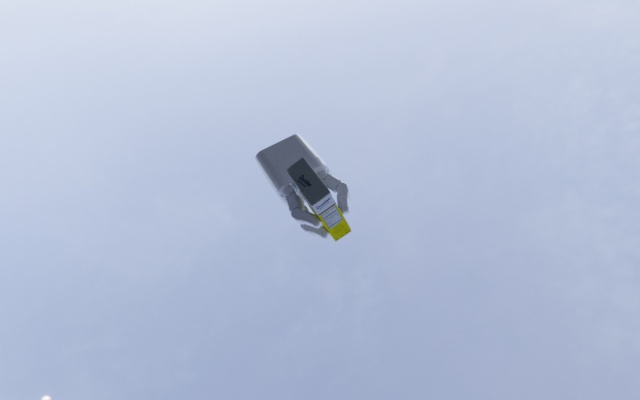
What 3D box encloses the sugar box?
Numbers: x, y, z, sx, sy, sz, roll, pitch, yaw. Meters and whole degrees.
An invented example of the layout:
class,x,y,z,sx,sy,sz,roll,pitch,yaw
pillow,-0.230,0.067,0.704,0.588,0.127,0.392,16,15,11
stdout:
class,x,y,z,sx,sy,sz,roll,pitch,yaw
sugar box,0.000,0.003,0.881,0.048,0.093,0.176,-37,-30,0
